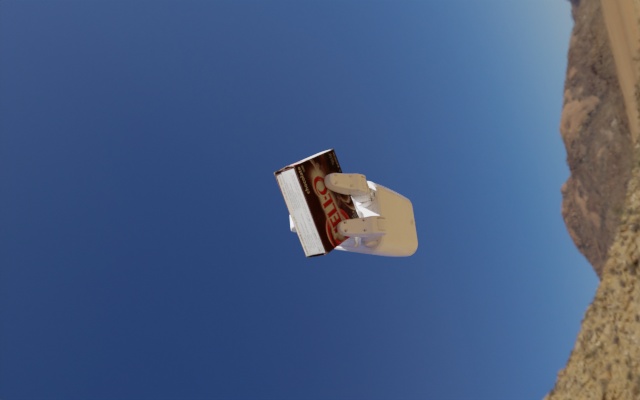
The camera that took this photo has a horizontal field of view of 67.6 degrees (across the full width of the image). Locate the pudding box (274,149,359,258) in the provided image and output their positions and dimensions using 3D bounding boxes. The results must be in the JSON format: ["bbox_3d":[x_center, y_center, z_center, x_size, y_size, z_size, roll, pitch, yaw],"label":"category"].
[{"bbox_3d":[0.000,0.002,0.588,0.039,0.113,0.090,-18,7,36],"label":"pudding box"}]
